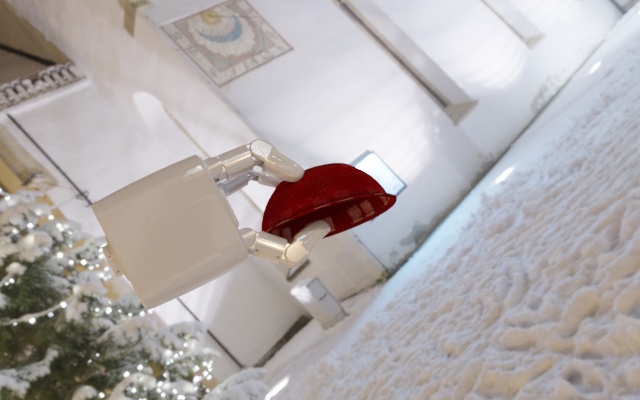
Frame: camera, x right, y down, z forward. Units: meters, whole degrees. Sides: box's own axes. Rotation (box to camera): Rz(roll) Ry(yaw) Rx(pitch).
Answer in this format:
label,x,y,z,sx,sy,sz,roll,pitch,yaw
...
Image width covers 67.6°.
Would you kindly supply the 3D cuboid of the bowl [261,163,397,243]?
label,x,y,z,sx,sy,sz,roll,pitch,yaw
bowl,0.001,0.001,0.533,0.162,0.055,0.162,-17,-15,-4
